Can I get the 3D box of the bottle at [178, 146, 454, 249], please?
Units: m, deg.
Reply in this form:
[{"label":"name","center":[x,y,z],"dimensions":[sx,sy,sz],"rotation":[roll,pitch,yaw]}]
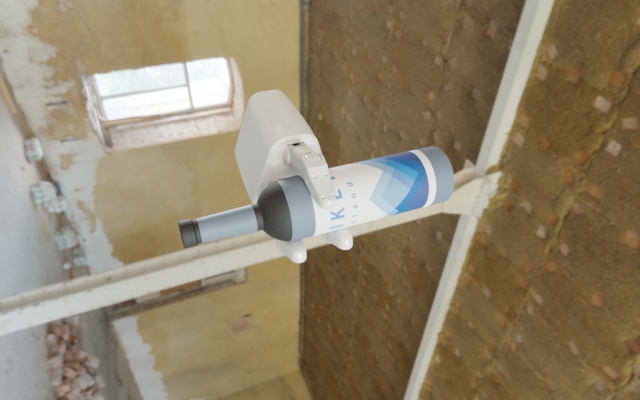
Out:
[{"label":"bottle","center":[0.000,0.002,0.511],"dimensions":[0.295,0.069,0.069],"rotation":[-13,4,-18]}]
